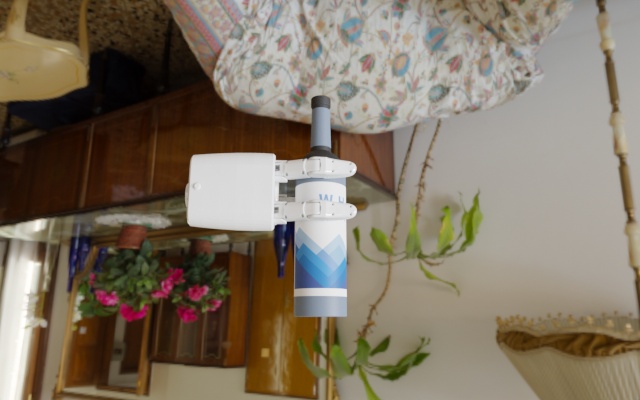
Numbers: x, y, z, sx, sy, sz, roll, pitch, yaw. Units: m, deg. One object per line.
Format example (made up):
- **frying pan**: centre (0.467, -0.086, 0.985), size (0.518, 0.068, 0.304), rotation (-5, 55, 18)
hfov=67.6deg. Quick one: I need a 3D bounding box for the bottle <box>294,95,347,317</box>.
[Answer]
- **bottle**: centre (0.000, 0.002, 0.630), size (0.069, 0.295, 0.069), rotation (0, -13, 0)
